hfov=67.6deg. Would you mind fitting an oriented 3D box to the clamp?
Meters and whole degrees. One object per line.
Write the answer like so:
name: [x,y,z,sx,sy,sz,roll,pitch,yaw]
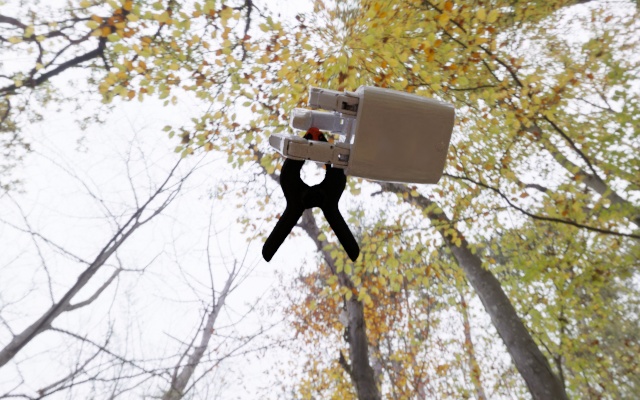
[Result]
clamp: [0.000,0.002,0.571,0.120,0.171,0.039,7,18,-14]
